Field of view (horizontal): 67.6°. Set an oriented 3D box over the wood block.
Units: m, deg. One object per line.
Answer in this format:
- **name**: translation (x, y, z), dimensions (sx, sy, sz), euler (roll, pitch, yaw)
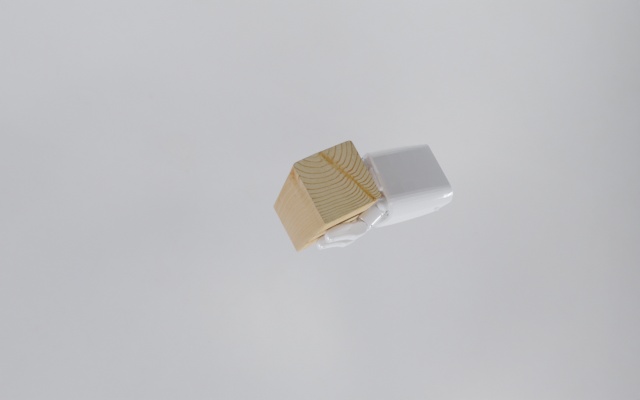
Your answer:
- **wood block**: translation (0.000, 0.002, 0.708), dimensions (0.090, 0.091, 0.206), euler (-25, -9, -19)
